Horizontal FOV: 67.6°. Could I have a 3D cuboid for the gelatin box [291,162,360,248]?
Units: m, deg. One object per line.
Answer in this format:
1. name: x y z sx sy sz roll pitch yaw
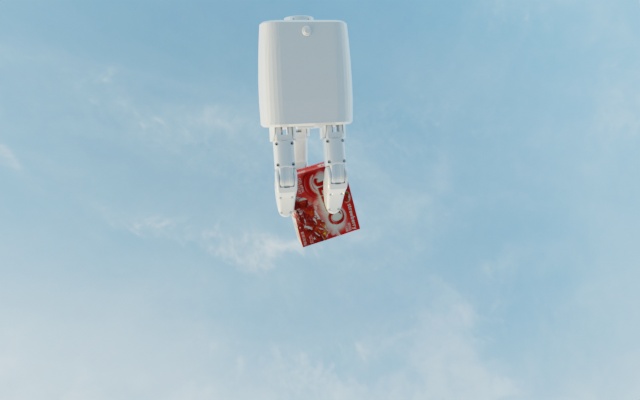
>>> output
1. gelatin box: 0.000 0.002 0.561 0.073 0.089 0.030 -17 18 -9
